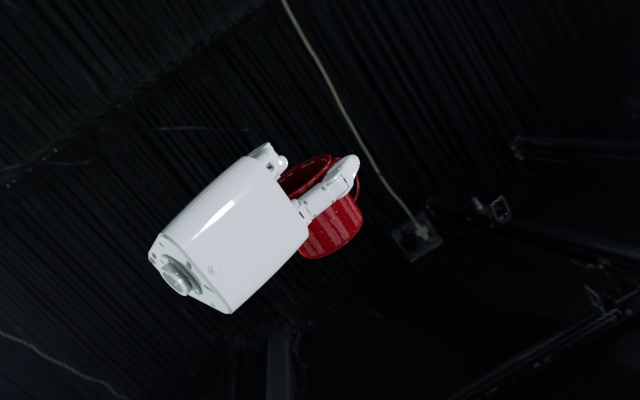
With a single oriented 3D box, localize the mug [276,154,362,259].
[{"bbox_3d":[0.001,0.001,0.529,0.117,0.081,0.093,-45,21,-30],"label":"mug"}]
